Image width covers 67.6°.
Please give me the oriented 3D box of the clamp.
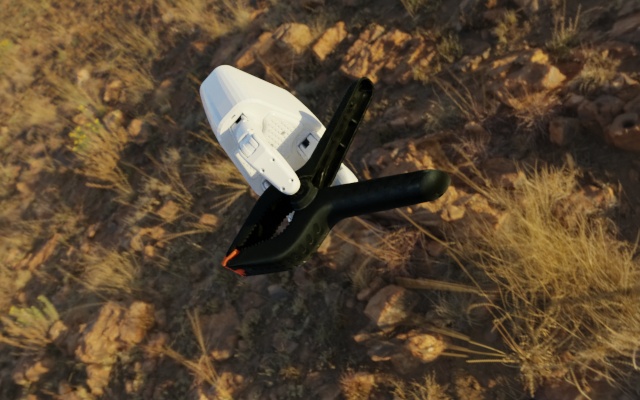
[{"bbox_3d":[-0.001,0.001,0.404,0.036,0.210,0.164,38,12,-38],"label":"clamp"}]
